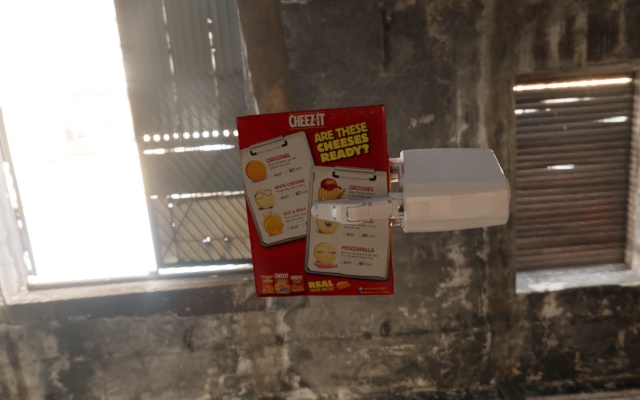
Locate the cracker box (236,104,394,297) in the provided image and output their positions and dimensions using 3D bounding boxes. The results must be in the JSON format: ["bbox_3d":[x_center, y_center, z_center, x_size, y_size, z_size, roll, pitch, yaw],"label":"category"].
[{"bbox_3d":[0.000,0.002,0.559,0.164,0.214,0.072,-3,12,9],"label":"cracker box"}]
